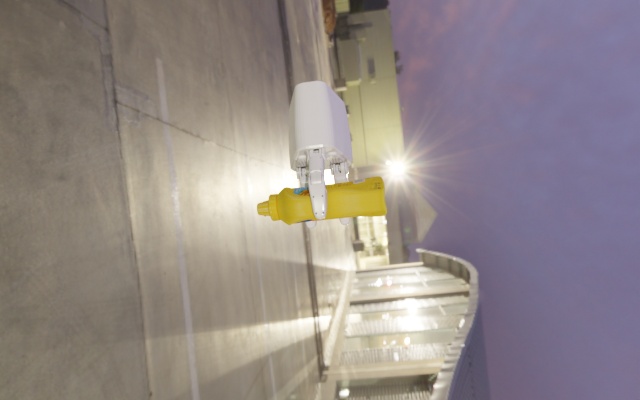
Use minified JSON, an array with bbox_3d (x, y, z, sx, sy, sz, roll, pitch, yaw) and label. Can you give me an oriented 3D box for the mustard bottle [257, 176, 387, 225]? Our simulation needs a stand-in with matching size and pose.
[{"bbox_3d":[0.000,0.003,0.712,0.191,0.058,0.096,-6,10,6],"label":"mustard bottle"}]
